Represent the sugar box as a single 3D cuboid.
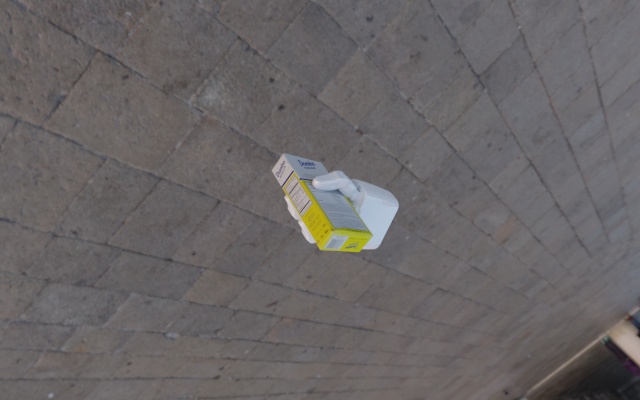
[{"bbox_3d":[0.000,0.003,0.760,0.093,0.048,0.176,10,34,-45],"label":"sugar box"}]
